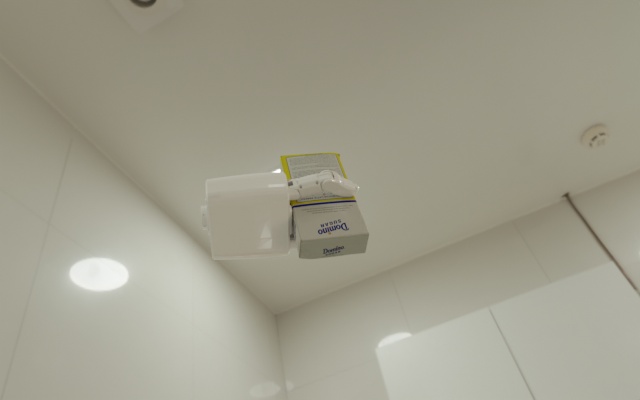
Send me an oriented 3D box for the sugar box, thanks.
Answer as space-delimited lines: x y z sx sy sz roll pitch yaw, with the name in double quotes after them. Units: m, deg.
0.000 0.003 0.676 0.093 0.048 0.176 -5 46 -11 "sugar box"
